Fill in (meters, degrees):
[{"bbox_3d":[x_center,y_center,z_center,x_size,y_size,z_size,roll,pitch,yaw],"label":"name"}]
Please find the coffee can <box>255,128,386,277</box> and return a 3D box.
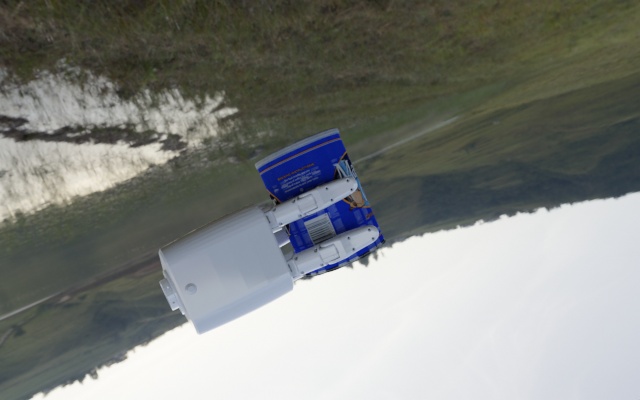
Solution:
[{"bbox_3d":[0.000,0.002,0.546,0.103,0.140,0.103,-24,3,1],"label":"coffee can"}]
